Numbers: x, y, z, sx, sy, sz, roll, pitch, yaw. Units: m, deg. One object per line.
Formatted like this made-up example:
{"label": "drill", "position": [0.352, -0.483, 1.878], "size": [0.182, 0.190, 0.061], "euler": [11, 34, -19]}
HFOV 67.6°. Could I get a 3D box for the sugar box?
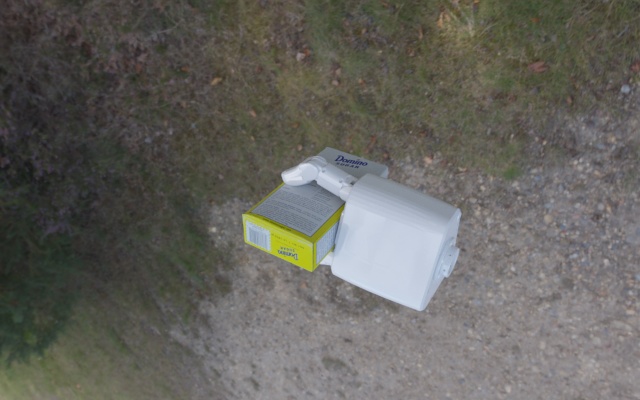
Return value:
{"label": "sugar box", "position": [0.000, 0.002, 0.558], "size": [0.093, 0.048, 0.176], "euler": [21, 38, 25]}
